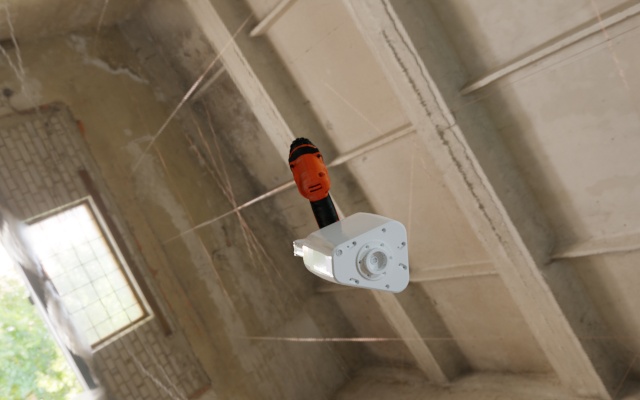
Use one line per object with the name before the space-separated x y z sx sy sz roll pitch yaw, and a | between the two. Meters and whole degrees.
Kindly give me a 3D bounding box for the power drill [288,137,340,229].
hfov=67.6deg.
power drill | 0.000 0.003 0.750 0.057 0.188 0.184 -21 26 3
